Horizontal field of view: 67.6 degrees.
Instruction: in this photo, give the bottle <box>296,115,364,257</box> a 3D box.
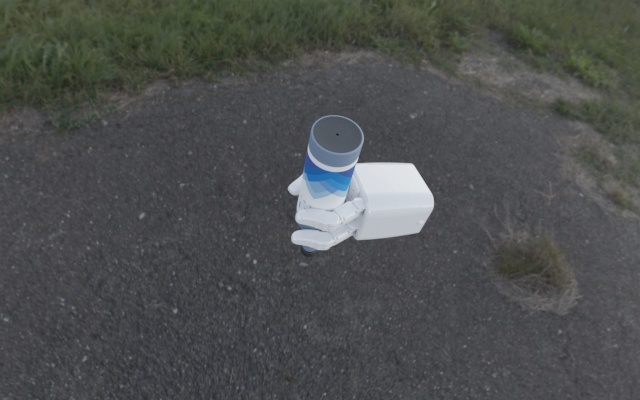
[{"bbox_3d":[0.000,0.002,0.708,0.069,0.069,0.296,0,-35,-10],"label":"bottle"}]
